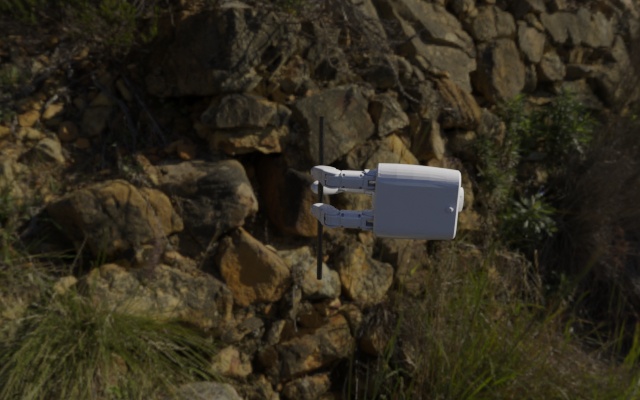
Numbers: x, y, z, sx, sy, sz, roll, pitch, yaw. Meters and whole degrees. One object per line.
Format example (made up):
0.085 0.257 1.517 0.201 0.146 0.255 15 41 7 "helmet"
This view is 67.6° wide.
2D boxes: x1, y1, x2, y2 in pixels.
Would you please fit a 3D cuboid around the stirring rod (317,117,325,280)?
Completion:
0.000 0.002 0.679 0.011 0.239 0.011 1 17 0 "stirring rod"
